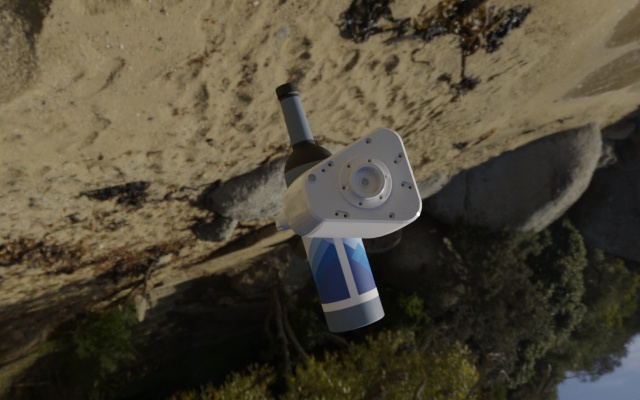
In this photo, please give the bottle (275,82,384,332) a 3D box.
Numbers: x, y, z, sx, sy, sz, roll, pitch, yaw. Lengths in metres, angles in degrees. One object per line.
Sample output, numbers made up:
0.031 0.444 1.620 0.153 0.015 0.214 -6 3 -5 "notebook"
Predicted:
0.000 0.002 0.568 0.069 0.295 0.069 -17 -5 -2 "bottle"
